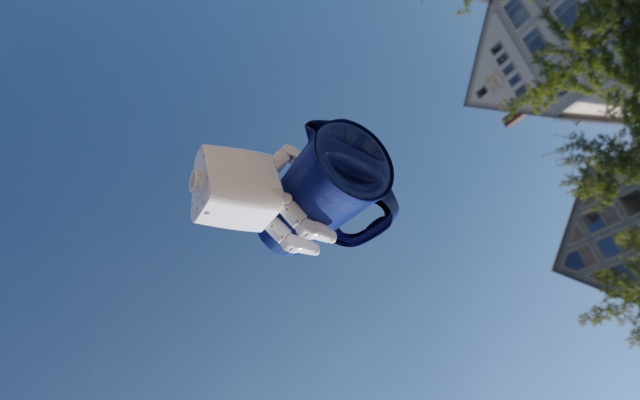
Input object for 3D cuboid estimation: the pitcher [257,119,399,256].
[{"bbox_3d":[0.000,0.002,0.741,0.145,0.149,0.243,7,-32,-29],"label":"pitcher"}]
